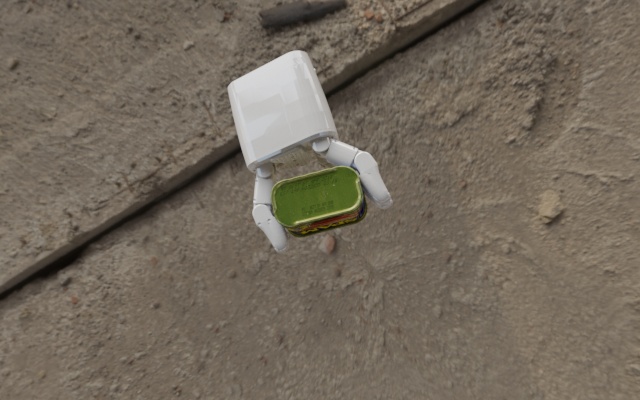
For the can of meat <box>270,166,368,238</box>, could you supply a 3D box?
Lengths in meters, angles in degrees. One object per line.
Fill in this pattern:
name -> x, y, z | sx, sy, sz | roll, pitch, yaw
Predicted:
can of meat -> 0.000, 0.002, 0.535 | 0.102, 0.057, 0.084 | -15, -11, 4
